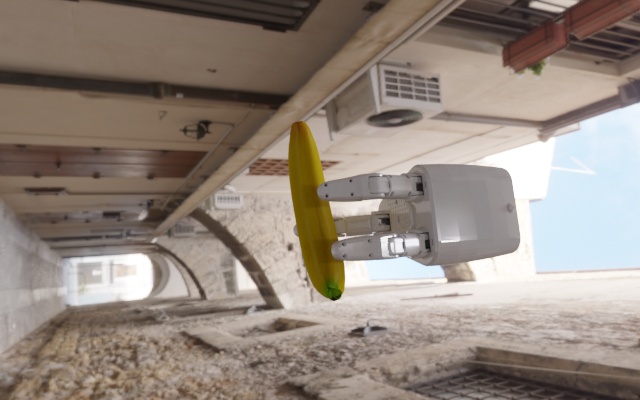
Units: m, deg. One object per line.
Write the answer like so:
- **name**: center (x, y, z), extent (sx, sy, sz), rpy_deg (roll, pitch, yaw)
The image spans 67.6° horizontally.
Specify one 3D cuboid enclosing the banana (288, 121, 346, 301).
- **banana**: center (-0.003, 0.015, 0.467), extent (0.037, 0.197, 0.070), rpy_deg (-4, -33, -17)
